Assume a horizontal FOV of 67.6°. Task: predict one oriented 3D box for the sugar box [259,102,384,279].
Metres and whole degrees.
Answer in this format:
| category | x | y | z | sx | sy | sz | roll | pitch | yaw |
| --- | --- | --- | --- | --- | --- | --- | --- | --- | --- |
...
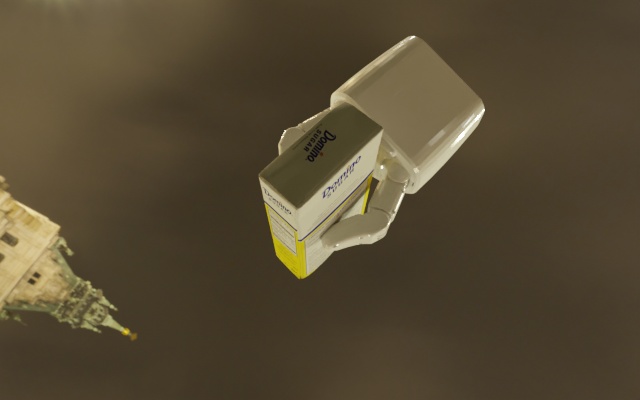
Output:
| category | x | y | z | sx | sy | sz | roll | pitch | yaw |
| --- | --- | --- | --- | --- | --- | --- | --- | --- | --- |
| sugar box | 0.000 | 0.001 | 0.414 | 0.048 | 0.093 | 0.176 | 40 | -20 | 18 |
